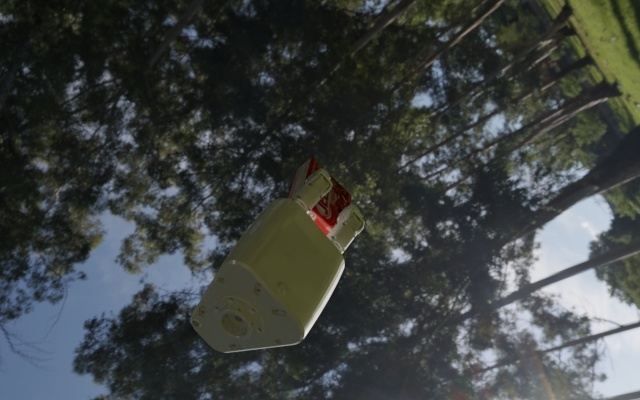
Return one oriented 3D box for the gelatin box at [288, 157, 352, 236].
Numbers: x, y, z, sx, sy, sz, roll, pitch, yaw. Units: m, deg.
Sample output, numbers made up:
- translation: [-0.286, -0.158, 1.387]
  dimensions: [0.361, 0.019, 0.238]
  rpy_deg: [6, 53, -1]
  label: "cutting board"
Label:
- translation: [0.000, 0.002, 0.557]
  dimensions: [0.030, 0.073, 0.089]
  rpy_deg: [-35, 24, 29]
  label: "gelatin box"
